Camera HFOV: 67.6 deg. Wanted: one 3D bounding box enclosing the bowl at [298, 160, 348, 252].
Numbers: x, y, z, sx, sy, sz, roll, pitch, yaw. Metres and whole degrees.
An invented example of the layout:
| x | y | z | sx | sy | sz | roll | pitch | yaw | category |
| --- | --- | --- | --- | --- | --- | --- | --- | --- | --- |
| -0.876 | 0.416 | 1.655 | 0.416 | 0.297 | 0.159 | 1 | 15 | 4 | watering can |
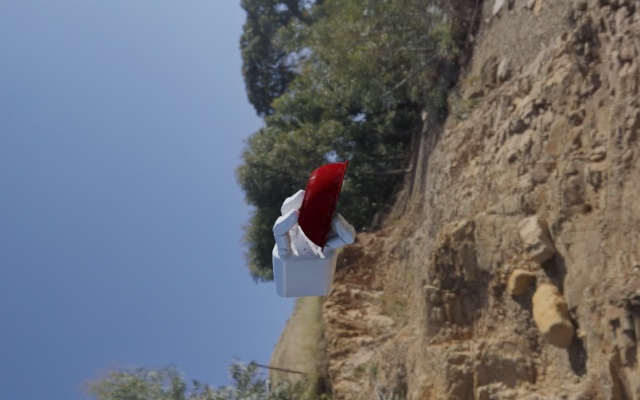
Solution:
| x | y | z | sx | sy | sz | roll | pitch | yaw | category |
| --- | --- | --- | --- | --- | --- | --- | --- | --- | --- |
| 0.000 | 0.001 | 0.802 | 0.055 | 0.162 | 0.162 | 16 | 0 | 1 | bowl |
